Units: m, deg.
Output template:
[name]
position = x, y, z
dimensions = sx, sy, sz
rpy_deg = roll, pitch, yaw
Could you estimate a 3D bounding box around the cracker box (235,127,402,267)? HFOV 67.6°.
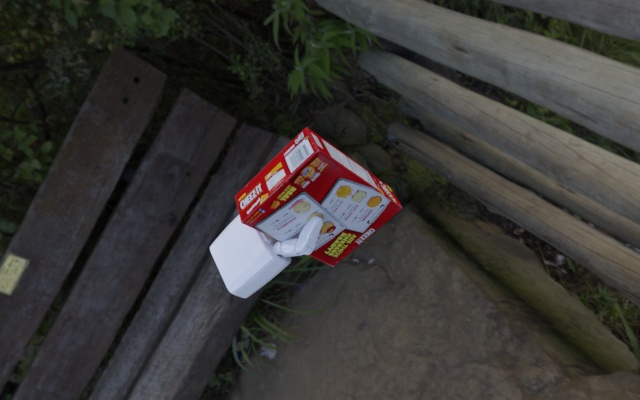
[cracker box]
position = 0.000, 0.003, 0.758
dimensions = 0.164, 0.072, 0.214
rpy_deg = -42, -46, 19
